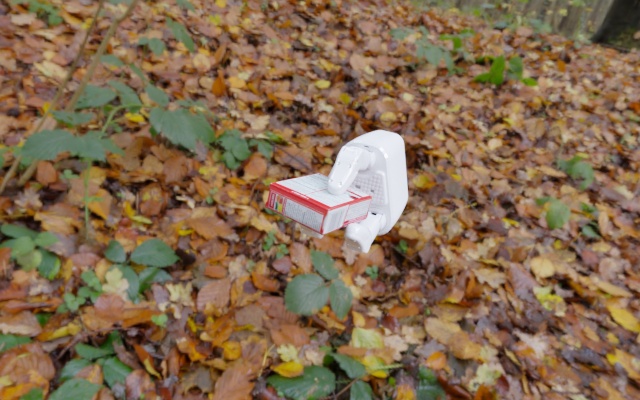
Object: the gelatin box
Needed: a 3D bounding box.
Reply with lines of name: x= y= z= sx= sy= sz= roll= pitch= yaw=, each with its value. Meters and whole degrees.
gelatin box: x=0.000 y=0.001 z=0.492 sx=0.073 sy=0.030 sz=0.089 roll=25 pitch=22 yaw=29
